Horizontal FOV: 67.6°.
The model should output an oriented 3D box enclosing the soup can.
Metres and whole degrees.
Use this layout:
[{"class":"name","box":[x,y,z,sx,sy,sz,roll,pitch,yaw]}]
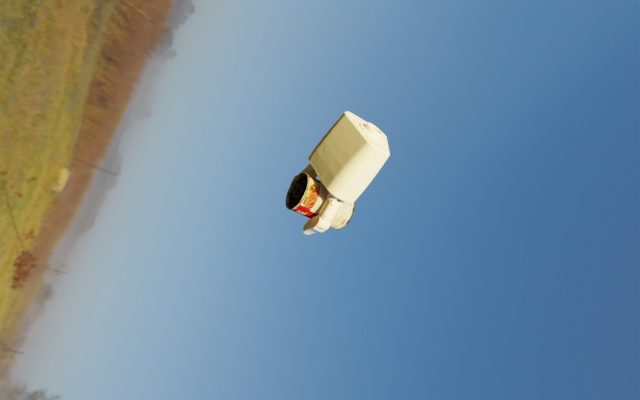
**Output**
[{"class":"soup can","box":[0.000,0.003,0.826,0.102,0.068,0.068,25,-12,-28]}]
